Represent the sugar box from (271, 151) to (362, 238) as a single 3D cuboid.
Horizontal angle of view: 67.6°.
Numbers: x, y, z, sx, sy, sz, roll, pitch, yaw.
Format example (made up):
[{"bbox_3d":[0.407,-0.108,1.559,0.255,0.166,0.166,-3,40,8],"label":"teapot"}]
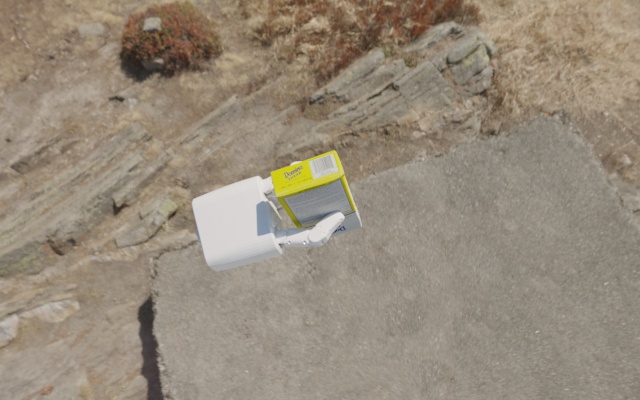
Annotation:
[{"bbox_3d":[0.000,0.002,0.686,0.093,0.048,0.176,-18,-26,4],"label":"sugar box"}]
